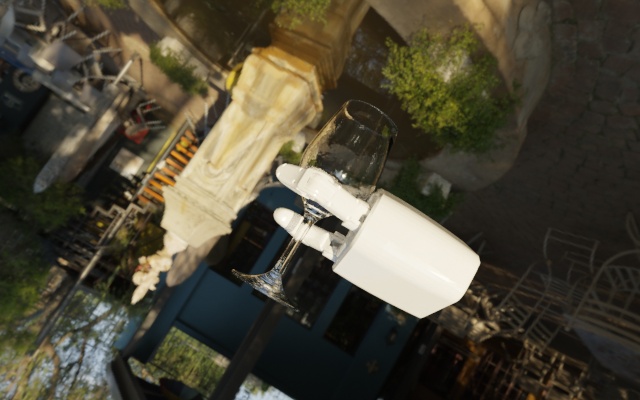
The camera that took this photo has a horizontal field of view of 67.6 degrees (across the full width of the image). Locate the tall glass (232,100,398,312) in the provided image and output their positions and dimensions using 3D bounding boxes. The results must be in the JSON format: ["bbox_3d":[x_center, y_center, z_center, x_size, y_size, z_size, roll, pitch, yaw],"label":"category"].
[{"bbox_3d":[0.000,0.002,0.463,0.079,0.201,0.079,30,-9,5],"label":"tall glass"}]
